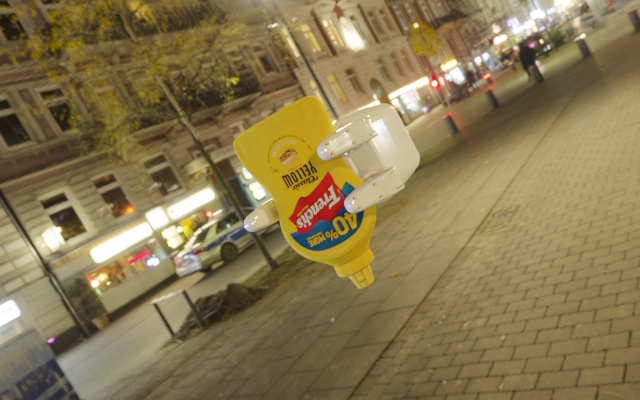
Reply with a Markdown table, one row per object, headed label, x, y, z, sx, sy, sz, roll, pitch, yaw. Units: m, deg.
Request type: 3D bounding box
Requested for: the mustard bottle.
| label | x | y | z | sx | sy | sz | roll | pitch | yaw |
| --- | --- | --- | --- | --- | --- | --- | --- | --- | --- |
| mustard bottle | 0.000 | 0.001 | 0.474 | 0.096 | 0.191 | 0.058 | -28 | 5 | 11 |
